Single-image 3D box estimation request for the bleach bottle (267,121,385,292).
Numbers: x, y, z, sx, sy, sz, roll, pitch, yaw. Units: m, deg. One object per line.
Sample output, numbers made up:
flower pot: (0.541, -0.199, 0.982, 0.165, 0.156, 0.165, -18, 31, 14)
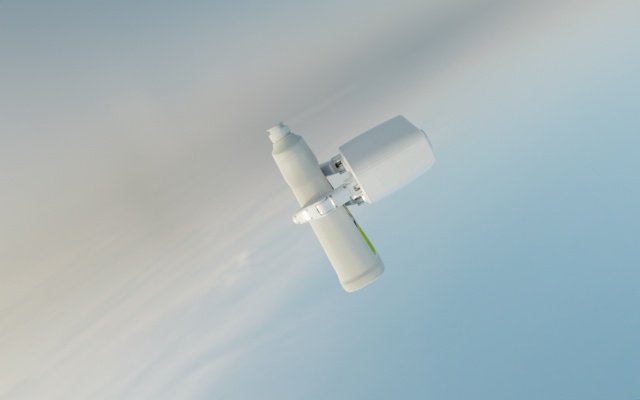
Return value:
bleach bottle: (0.000, 0.002, 0.684, 0.068, 0.251, 0.102, -30, 10, 4)
